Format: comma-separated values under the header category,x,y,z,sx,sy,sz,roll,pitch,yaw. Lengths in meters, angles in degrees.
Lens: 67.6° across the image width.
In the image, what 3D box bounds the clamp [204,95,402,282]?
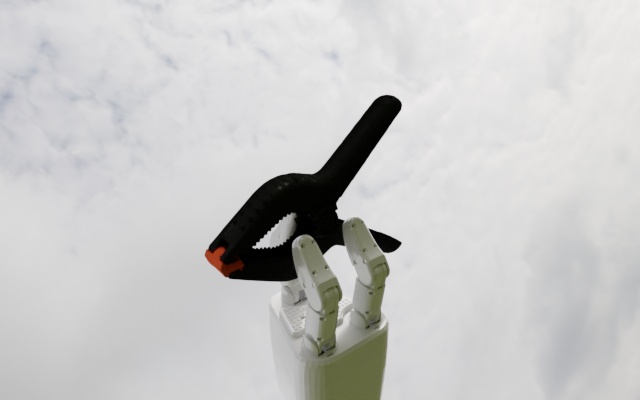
category,x,y,z,sx,sy,sz,roll,pitch,yaw
clamp,-0.001,0.001,0.411,0.210,0.165,0.036,-18,30,-35
